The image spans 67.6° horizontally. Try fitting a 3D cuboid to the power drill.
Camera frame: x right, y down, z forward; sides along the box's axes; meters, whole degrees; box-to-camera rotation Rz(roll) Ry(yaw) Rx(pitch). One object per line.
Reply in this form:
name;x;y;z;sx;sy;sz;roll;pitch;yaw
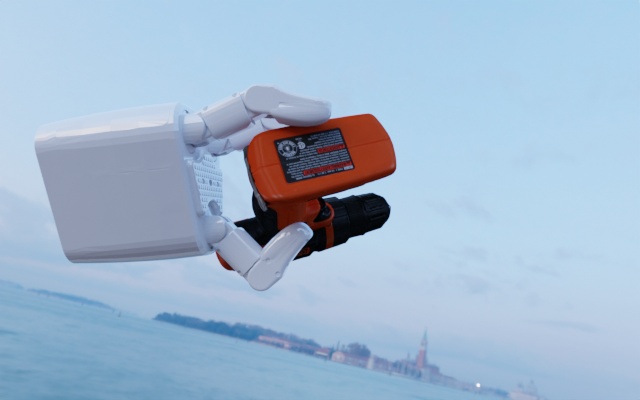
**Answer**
power drill;0.000;0.001;0.417;0.184;0.057;0.188;-15;-21;-18
